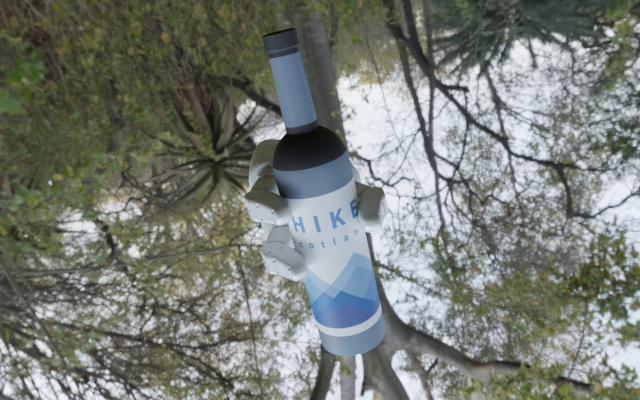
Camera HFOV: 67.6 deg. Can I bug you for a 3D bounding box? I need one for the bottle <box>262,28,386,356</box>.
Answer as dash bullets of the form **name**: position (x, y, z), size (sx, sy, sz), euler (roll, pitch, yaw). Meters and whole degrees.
- **bottle**: position (0.000, 0.002, 0.426), size (0.069, 0.296, 0.069), euler (-12, 22, 5)
